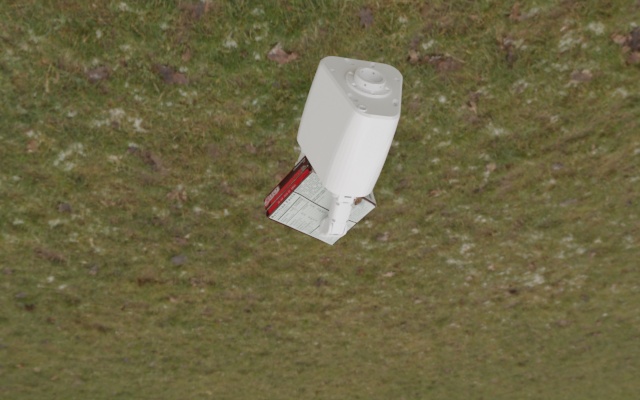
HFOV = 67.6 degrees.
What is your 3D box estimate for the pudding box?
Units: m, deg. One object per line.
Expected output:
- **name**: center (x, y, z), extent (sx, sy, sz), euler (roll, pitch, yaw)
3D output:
- **pudding box**: center (0.000, 0.002, 0.592), extent (0.113, 0.039, 0.090), euler (28, -58, -33)
